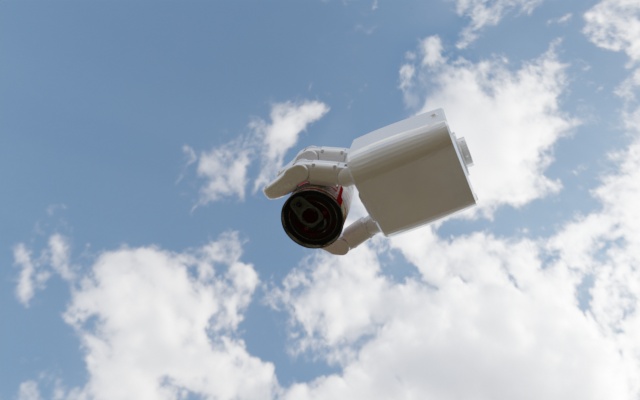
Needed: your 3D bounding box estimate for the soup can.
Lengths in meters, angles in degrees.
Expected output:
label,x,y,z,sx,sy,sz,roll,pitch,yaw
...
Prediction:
label,x,y,z,sx,sy,sz,roll,pitch,yaw
soup can,0.000,0.002,0.545,0.068,0.068,0.102,0,22,11
